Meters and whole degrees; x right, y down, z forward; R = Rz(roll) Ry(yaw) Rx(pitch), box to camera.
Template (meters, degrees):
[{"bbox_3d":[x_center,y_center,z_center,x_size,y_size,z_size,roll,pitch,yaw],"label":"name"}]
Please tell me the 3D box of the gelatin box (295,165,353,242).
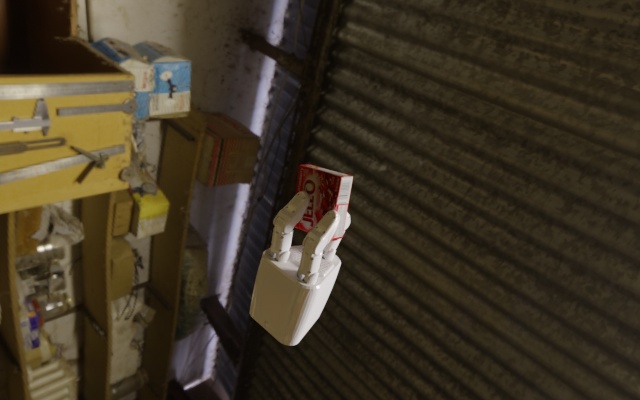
[{"bbox_3d":[0.000,0.002,0.642,0.073,0.089,0.030,18,16,36],"label":"gelatin box"}]
